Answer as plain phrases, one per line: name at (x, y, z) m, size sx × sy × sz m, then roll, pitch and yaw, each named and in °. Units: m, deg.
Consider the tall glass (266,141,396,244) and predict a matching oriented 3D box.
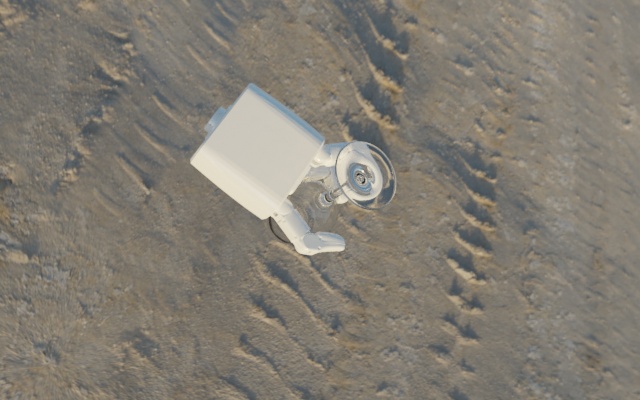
tall glass at (0.000, 0.002, 0.569) m, size 0.079 × 0.079 × 0.201 m, roll 0°, pitch -17°, yaw -29°
